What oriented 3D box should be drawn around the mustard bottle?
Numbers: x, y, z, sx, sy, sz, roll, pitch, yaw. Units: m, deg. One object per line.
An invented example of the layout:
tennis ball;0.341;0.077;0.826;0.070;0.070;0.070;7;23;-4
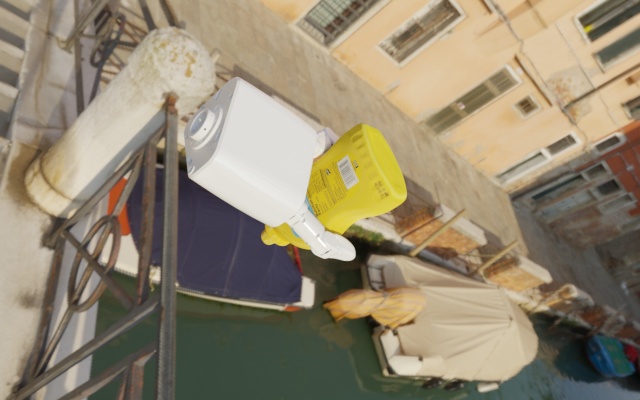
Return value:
mustard bottle;0.001;0.002;0.547;0.192;0.096;0.058;-34;-24;30
